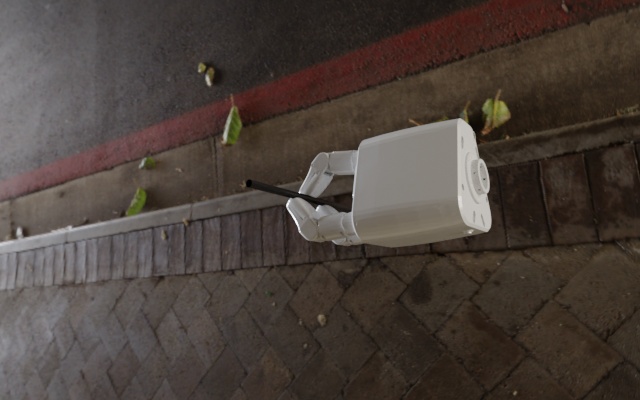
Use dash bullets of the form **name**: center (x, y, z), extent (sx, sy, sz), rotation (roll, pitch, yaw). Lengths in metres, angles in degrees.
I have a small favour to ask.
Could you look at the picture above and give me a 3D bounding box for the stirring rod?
- **stirring rod**: center (0.000, 0.002, 0.553), extent (0.011, 0.011, 0.239), rotation (0, -9, 35)
